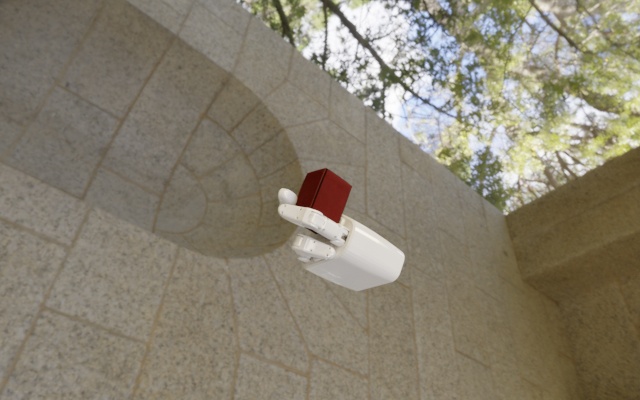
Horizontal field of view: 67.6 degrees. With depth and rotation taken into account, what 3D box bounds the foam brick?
[{"bbox_3d":[0.000,0.002,0.677,0.051,0.078,0.053,30,-18,-27],"label":"foam brick"}]
